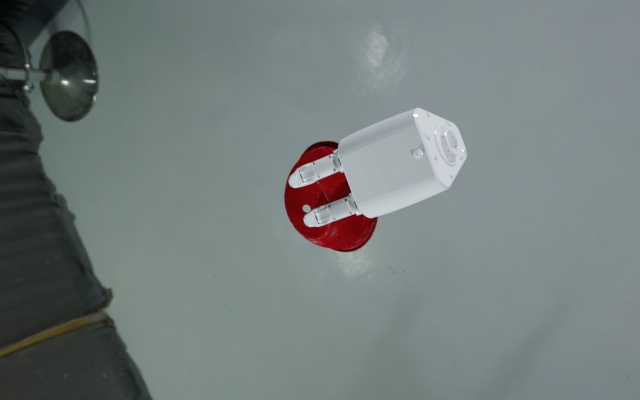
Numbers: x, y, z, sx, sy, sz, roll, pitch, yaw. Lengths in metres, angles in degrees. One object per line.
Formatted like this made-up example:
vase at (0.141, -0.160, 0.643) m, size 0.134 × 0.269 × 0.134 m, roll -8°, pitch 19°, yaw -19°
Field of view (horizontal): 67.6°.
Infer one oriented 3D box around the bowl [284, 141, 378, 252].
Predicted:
bowl at (-0.001, 0.003, 0.656) m, size 0.055 × 0.162 × 0.162 m, roll -20°, pitch 13°, yaw -42°
